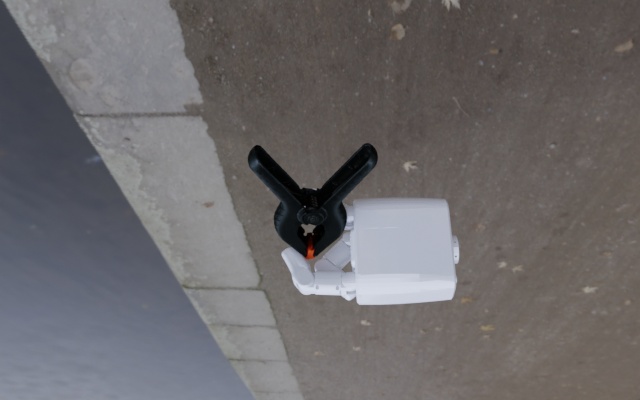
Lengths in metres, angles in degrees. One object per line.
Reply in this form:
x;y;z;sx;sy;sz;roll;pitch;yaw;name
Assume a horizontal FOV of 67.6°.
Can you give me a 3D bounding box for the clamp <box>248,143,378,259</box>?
0.000;0.002;0.496;0.120;0.039;0.172;-2;-37;6;clamp
